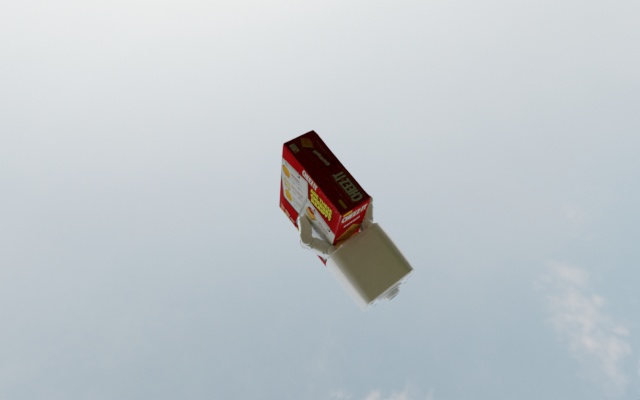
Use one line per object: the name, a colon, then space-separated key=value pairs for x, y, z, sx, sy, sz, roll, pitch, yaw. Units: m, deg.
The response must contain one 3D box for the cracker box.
cracker box: x=0.000 y=0.003 z=0.857 sx=0.072 sy=0.164 sz=0.214 roll=-30 pitch=-22 yaw=-22
